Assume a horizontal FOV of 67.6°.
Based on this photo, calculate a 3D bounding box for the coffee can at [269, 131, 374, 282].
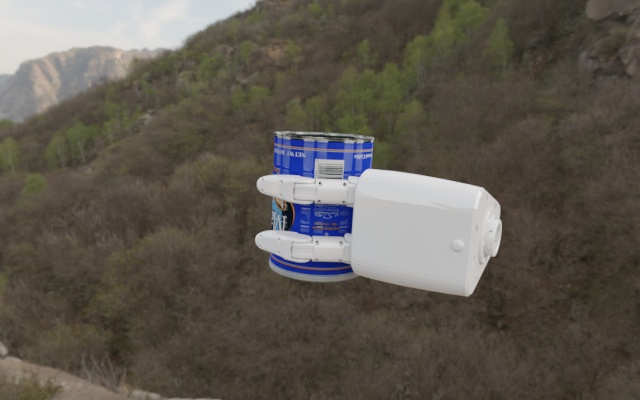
[{"bbox_3d":[0.000,0.002,0.499,0.103,0.140,0.103,3,11,-1],"label":"coffee can"}]
